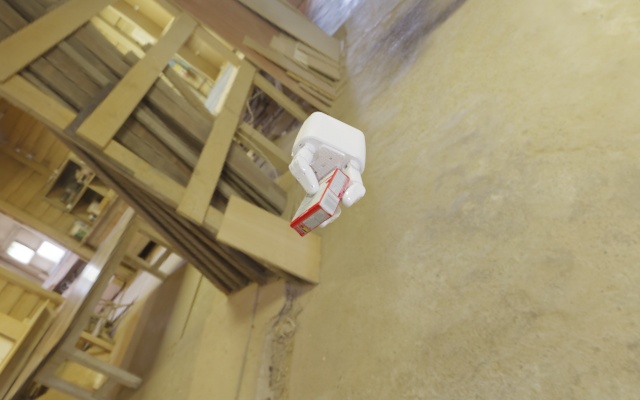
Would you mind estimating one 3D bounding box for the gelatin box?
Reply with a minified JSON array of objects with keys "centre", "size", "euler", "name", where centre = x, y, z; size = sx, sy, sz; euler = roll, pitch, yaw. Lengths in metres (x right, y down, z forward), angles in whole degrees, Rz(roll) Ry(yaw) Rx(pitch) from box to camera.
[{"centre":[0.000,0.002,0.697],"size":[0.073,0.030,0.089],"euler":[-36,18,42],"name":"gelatin box"}]
